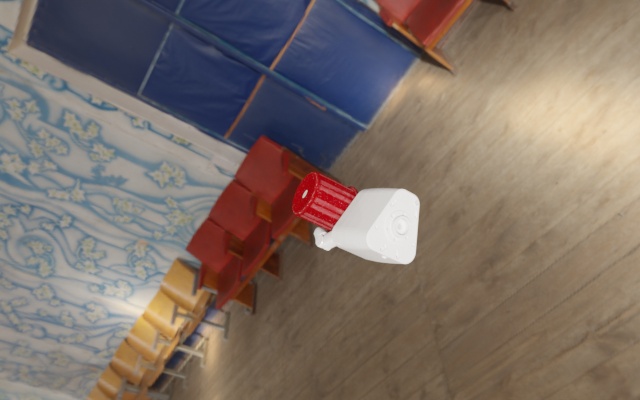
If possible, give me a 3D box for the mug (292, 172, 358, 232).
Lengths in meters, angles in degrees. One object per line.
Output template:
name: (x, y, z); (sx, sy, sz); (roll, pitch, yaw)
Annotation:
mug: (-0.001, 0.003, 0.830); (0.081, 0.093, 0.117); (26, -12, -24)
